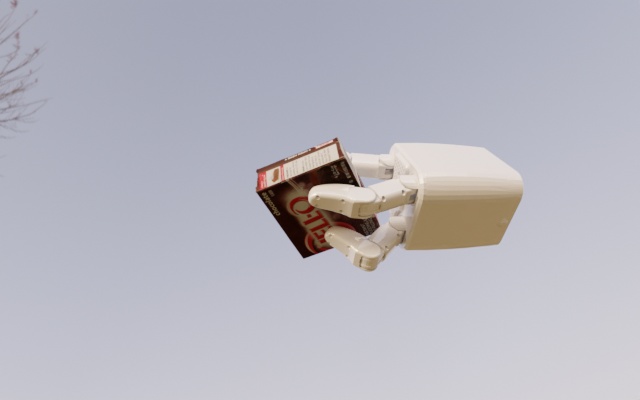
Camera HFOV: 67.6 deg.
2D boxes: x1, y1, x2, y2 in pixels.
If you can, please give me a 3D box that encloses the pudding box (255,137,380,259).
[{"bbox_3d":[0.000,0.001,0.476,0.090,0.114,0.039,-22,40,10],"label":"pudding box"}]
